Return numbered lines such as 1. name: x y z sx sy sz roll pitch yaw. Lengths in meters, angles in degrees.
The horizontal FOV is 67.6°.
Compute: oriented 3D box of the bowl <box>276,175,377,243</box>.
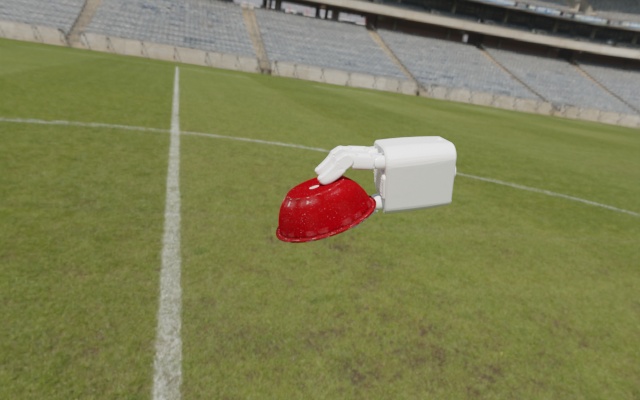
1. bowl: -0.001 0.002 0.721 0.162 0.055 0.162 -17 18 6
